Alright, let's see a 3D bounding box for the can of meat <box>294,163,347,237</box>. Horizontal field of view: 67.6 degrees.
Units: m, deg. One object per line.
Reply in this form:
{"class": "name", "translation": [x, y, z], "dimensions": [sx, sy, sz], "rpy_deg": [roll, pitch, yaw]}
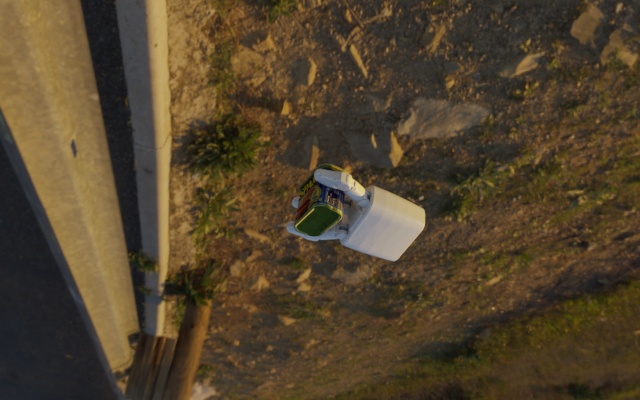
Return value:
{"class": "can of meat", "translation": [0.000, 0.003, 0.793], "dimensions": [0.057, 0.084, 0.102], "rpy_deg": [23, -38, -19]}
